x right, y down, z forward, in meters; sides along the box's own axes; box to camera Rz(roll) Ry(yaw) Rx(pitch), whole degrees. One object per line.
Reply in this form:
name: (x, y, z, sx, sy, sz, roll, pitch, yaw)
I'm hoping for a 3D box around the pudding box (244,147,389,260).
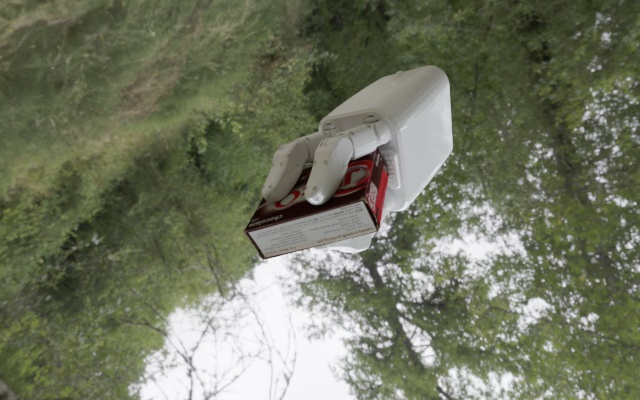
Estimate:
pudding box: (0.000, 0.001, 0.419, 0.113, 0.039, 0.090, -18, 25, 23)
